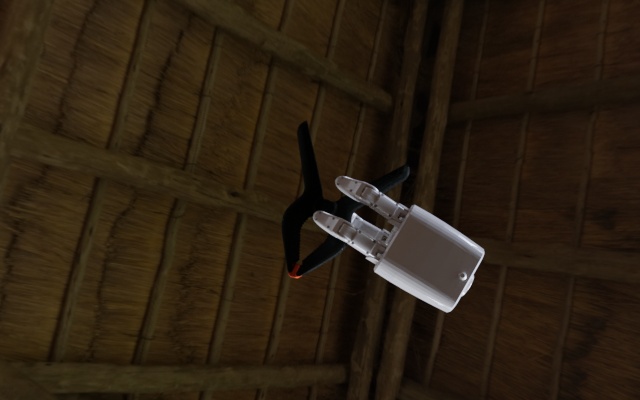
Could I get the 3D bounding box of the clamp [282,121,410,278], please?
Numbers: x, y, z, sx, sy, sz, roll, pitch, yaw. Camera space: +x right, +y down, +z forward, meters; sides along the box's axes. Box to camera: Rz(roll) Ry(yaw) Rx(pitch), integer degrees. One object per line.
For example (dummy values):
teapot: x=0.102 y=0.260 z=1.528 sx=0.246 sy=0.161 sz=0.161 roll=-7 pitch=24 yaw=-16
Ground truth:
clamp: x=0.000 y=0.003 z=0.645 sx=0.164 sy=0.210 sz=0.036 roll=31 pitch=-7 yaw=9
